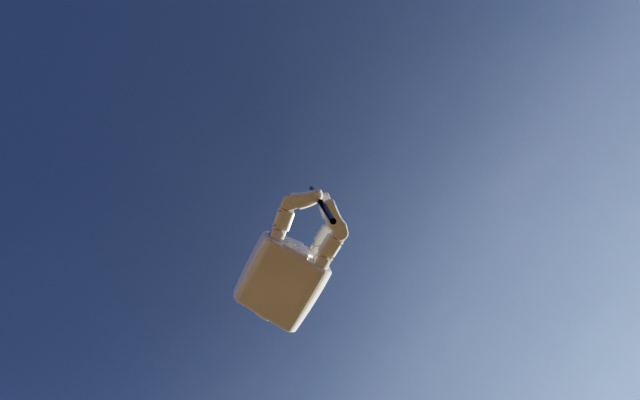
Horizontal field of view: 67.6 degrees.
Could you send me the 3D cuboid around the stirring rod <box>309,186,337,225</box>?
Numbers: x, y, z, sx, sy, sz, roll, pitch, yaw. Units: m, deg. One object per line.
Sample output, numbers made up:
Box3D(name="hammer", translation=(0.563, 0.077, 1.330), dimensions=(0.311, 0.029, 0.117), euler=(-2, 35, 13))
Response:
Box3D(name="stirring rod", translation=(0.000, 0.002, 0.685), dimensions=(0.011, 0.011, 0.239), euler=(0, 11, -7))
